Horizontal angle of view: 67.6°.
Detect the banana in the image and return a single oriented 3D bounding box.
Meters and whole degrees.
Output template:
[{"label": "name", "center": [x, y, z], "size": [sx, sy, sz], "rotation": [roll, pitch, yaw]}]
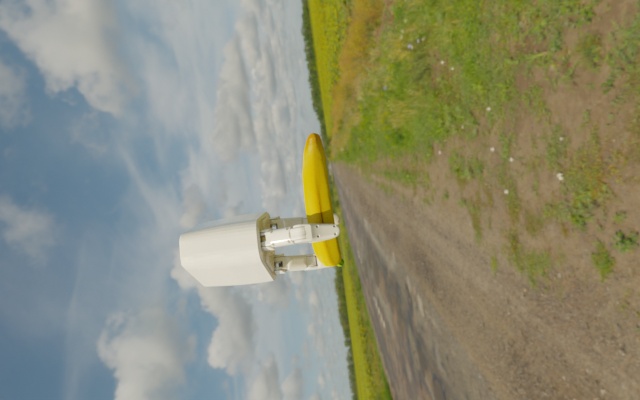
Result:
[{"label": "banana", "center": [0.000, 0.010, 0.645], "size": [0.037, 0.198, 0.069], "rotation": [-8, 14, 5]}]
